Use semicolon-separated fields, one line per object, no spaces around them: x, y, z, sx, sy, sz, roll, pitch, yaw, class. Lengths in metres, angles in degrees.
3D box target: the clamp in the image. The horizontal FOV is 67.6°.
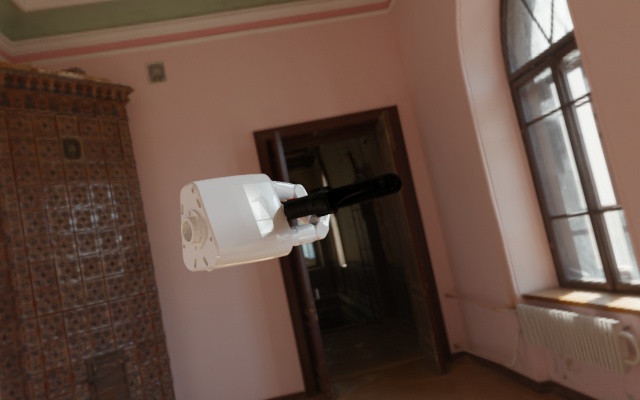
0.000;0.001;0.576;0.120;0.039;0.171;-7;-7;-42;clamp
